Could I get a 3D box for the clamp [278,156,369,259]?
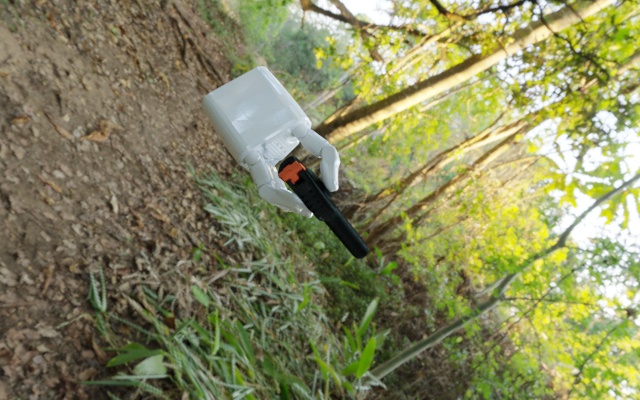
[{"bbox_3d":[0.000,0.001,0.619,0.036,0.164,0.210,-38,-15,3],"label":"clamp"}]
